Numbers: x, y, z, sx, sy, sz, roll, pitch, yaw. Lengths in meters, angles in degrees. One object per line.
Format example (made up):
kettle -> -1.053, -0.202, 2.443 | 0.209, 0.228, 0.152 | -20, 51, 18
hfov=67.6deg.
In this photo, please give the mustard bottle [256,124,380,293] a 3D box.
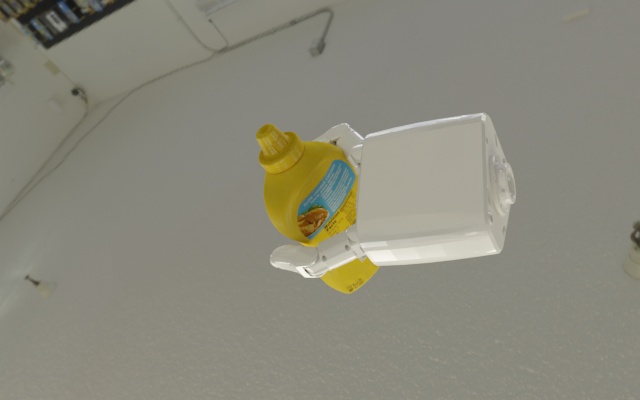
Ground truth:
mustard bottle -> 0.000, 0.002, 0.457 | 0.058, 0.096, 0.192 | 17, -27, 47
